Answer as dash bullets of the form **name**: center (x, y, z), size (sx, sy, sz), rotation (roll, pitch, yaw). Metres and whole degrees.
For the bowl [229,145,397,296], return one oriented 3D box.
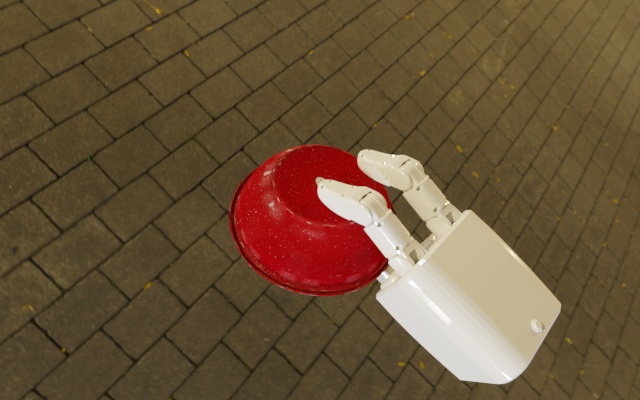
- **bowl**: center (-0.001, 0.001, 0.430), size (0.162, 0.162, 0.055), rotation (0, -38, -12)
